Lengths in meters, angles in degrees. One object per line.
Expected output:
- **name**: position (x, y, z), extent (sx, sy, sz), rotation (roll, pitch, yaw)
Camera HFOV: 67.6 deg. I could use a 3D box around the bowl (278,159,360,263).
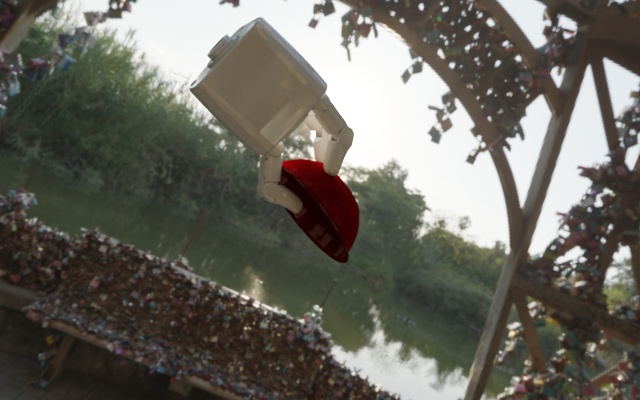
- **bowl**: position (0.001, 0.003, 0.618), extent (0.055, 0.162, 0.162), rotation (-38, 12, -16)
